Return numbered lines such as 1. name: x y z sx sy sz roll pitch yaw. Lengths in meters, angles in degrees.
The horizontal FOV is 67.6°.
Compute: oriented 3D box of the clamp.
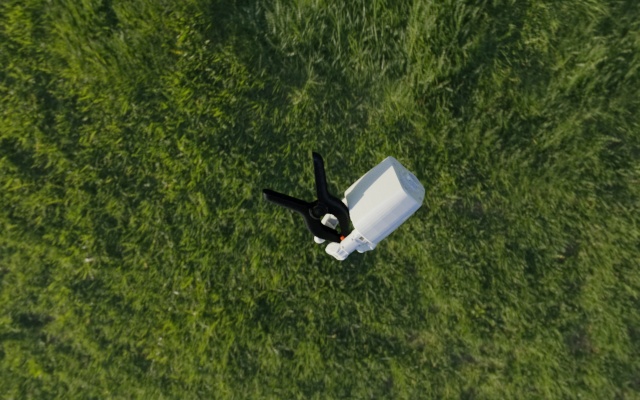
1. clamp: 0.000 0.003 0.804 0.171 0.120 0.039 40 25 -18
